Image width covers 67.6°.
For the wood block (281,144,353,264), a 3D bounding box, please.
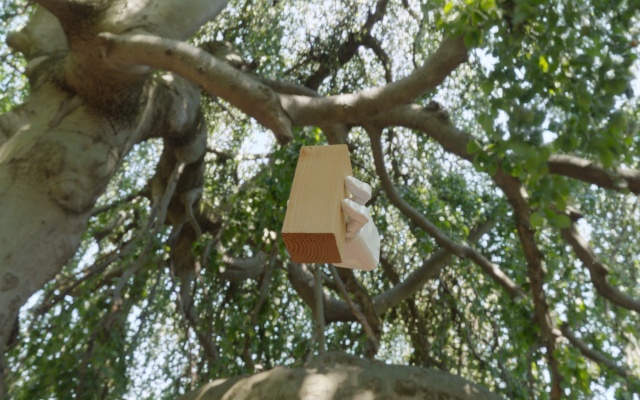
[{"bbox_3d":[0.000,0.003,0.858,0.091,0.206,0.090,-2,-41,13],"label":"wood block"}]
